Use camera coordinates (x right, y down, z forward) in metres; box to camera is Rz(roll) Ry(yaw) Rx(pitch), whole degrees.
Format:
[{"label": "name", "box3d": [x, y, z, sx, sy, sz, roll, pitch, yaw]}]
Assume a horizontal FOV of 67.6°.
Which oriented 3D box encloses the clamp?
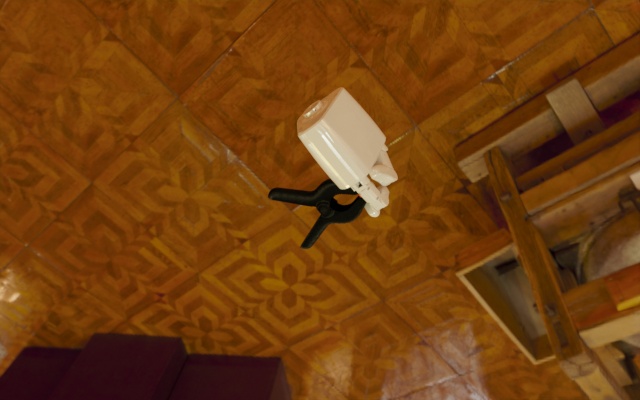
[{"label": "clamp", "box3d": [0.000, 0.003, 0.765, 0.171, 0.120, 0.039, -31, 22, 27]}]
